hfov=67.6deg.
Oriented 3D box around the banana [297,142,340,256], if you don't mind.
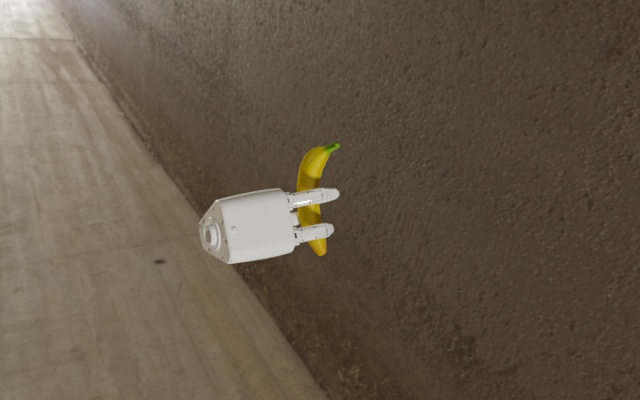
[{"bbox_3d":[-0.012,-0.006,0.804,0.037,0.198,0.069,-10,23,-39],"label":"banana"}]
